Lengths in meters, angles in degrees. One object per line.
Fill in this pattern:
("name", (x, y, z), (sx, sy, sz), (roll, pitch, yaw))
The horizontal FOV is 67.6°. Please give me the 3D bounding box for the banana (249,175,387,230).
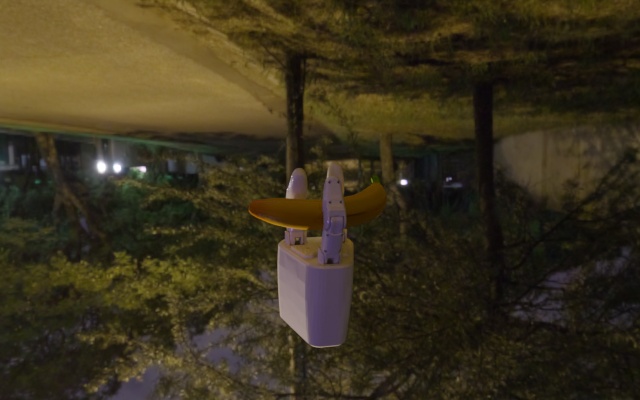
("banana", (0.014, 0.008, 0.577), (0.198, 0.037, 0.069), (-11, 29, -34))
